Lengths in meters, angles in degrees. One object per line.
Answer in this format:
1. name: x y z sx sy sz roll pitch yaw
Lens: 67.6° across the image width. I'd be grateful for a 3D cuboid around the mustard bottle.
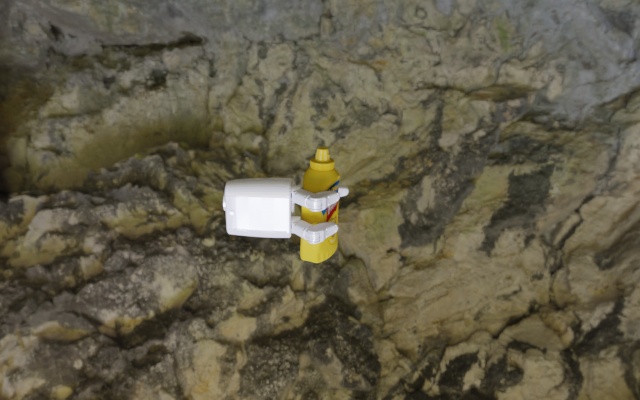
1. mustard bottle: 0.000 0.003 0.816 0.058 0.192 0.096 11 24 22
